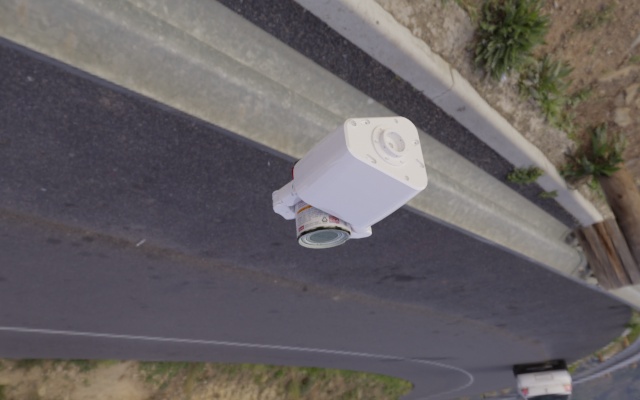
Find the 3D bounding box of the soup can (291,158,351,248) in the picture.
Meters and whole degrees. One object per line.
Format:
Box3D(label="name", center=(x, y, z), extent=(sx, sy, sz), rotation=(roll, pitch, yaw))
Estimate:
Box3D(label="soup can", center=(0.000, 0.002, 0.606), extent=(0.068, 0.102, 0.068), rotation=(-5, -25, -2))
